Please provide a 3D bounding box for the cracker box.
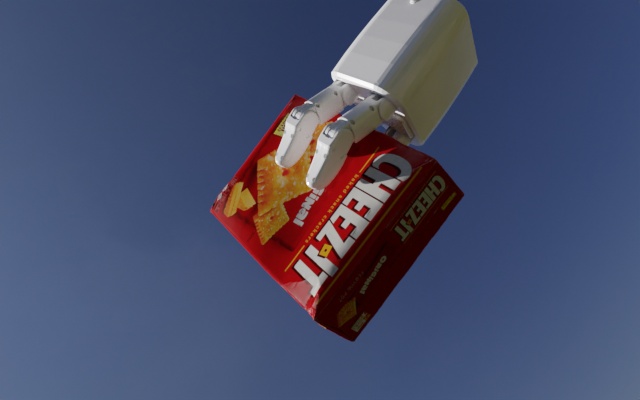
[{"bbox_3d":[0.000,0.002,0.468,0.072,0.164,0.213,38,-2,-43],"label":"cracker box"}]
